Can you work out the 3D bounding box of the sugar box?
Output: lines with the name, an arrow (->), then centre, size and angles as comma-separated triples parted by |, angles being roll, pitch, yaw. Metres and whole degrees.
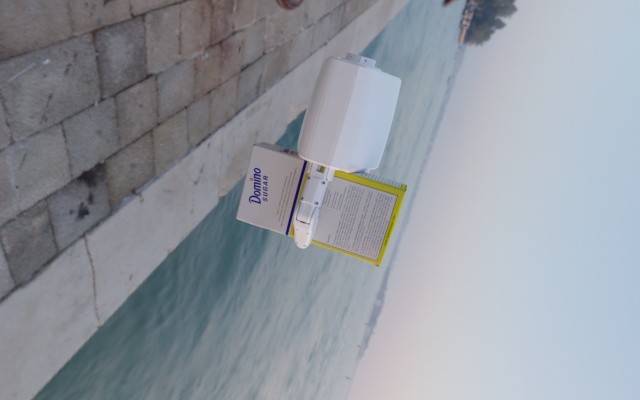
sugar box -> 0.000, 0.002, 0.544 | 0.176, 0.093, 0.048 | 19, 15, 10
